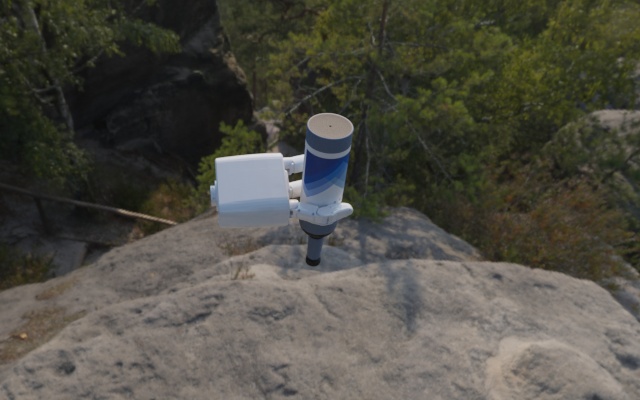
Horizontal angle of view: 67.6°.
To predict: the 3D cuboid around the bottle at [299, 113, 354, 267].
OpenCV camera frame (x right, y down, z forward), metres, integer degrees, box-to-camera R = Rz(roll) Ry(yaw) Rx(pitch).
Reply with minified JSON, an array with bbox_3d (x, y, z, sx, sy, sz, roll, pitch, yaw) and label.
[{"bbox_3d":[0.000,0.002,0.772,0.069,0.296,0.069,4,42,-4],"label":"bottle"}]
